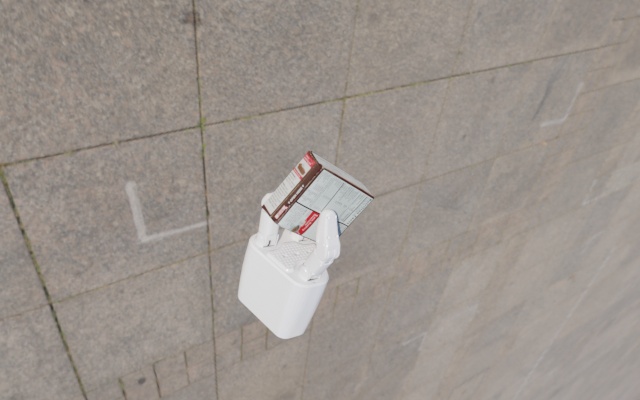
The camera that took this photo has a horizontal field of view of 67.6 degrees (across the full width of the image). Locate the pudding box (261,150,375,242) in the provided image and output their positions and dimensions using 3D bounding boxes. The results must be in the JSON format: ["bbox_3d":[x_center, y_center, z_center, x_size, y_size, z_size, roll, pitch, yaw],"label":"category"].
[{"bbox_3d":[0.000,0.002,0.575,0.113,0.090,0.039,27,18,-49],"label":"pudding box"}]
